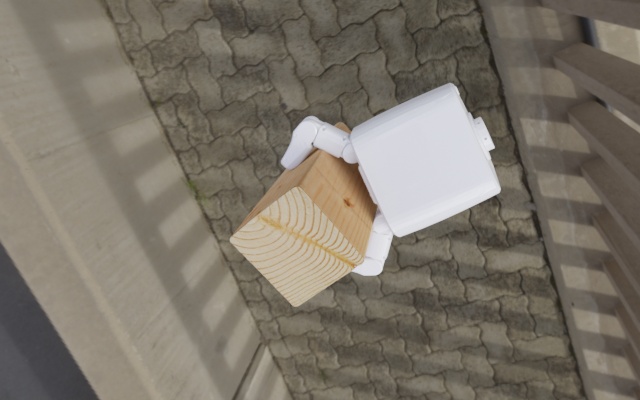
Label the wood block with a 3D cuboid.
[{"bbox_3d":[0.000,0.001,0.504,0.090,0.091,0.206,-37,11,25],"label":"wood block"}]
